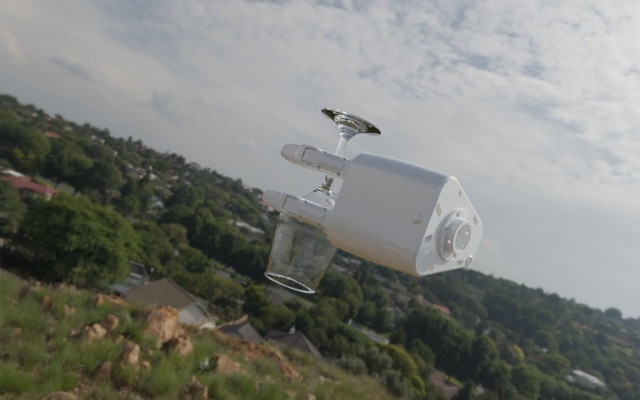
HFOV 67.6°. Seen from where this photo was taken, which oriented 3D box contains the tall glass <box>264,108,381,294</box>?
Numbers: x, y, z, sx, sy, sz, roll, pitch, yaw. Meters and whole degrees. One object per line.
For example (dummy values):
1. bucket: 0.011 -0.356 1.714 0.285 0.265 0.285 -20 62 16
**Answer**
1. tall glass: 0.000 0.001 0.548 0.079 0.201 0.079 21 -2 1
